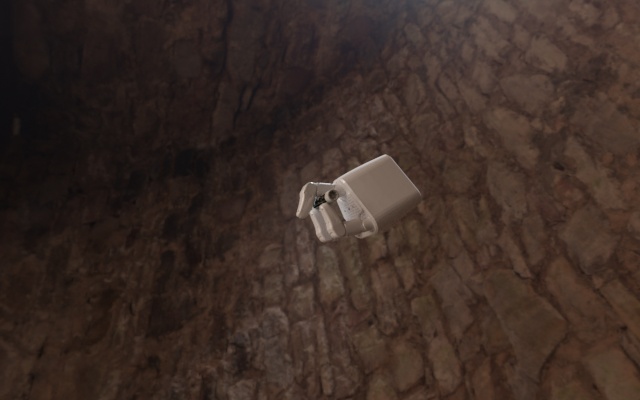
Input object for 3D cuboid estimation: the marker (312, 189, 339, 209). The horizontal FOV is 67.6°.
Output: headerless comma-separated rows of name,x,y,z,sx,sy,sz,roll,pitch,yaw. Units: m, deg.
marker,0.000,0.003,0.786,0.020,0.020,0.121,0,-11,-19
